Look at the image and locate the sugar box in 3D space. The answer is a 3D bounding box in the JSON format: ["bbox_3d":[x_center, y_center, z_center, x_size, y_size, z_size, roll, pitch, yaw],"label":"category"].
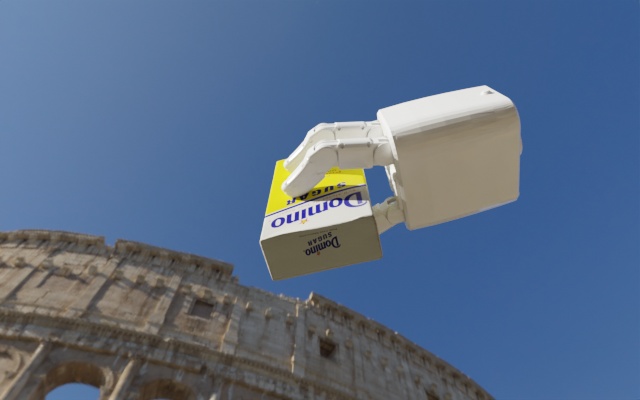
[{"bbox_3d":[0.000,0.001,0.447,0.093,0.048,0.176,-13,22,5],"label":"sugar box"}]
